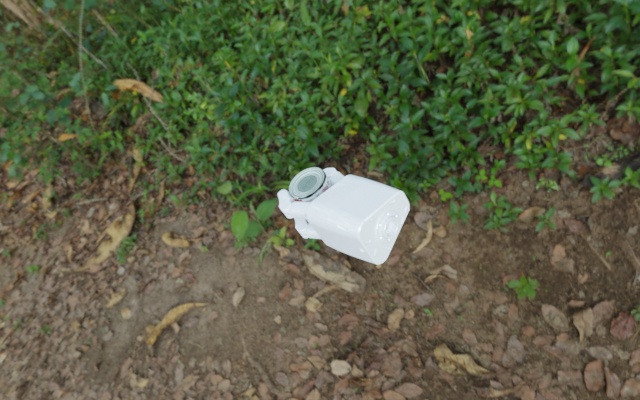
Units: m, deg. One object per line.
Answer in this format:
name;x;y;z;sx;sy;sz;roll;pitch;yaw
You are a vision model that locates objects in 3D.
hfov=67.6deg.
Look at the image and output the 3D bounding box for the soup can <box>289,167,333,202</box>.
soup can;0.000;0.002;0.792;0.068;0.068;0.102;0;-39;35
